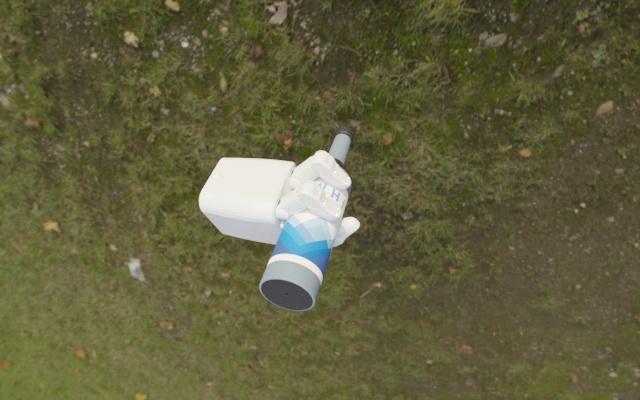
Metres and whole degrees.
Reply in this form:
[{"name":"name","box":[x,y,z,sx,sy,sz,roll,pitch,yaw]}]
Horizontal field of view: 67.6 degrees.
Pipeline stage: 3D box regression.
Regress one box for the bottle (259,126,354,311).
[{"name":"bottle","box":[0.000,0.002,0.634,0.069,0.295,0.069,11,-41,10]}]
